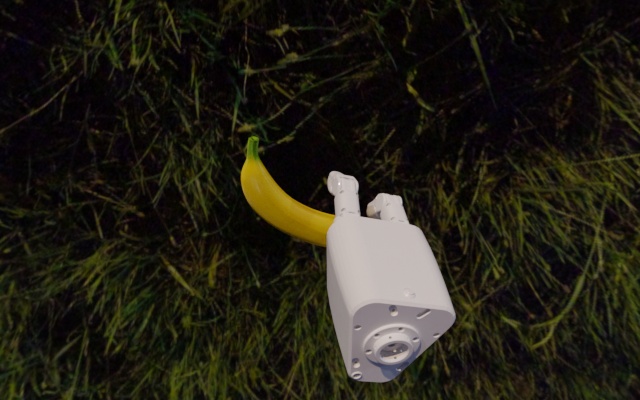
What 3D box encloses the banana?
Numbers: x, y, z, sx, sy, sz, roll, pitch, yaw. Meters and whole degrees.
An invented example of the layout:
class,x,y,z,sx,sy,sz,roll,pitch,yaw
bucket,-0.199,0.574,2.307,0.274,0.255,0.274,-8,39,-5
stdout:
class,x,y,z,sx,sy,sz,roll,pitch,yaw
banana,-0.014,0.013,0.524,0.198,0.070,0.037,34,22,-25
